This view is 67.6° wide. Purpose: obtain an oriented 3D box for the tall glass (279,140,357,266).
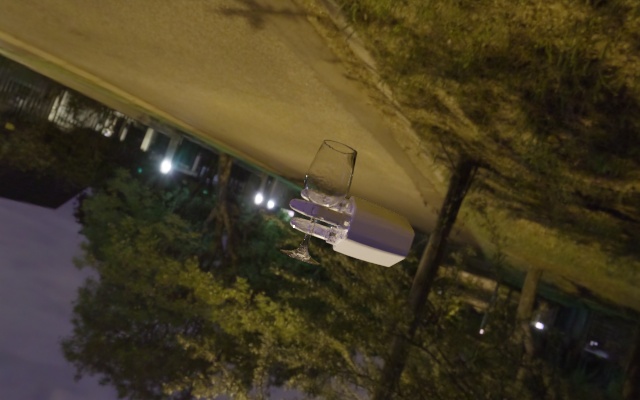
[{"bbox_3d":[0.000,0.003,0.800,0.079,0.201,0.079,19,-3,1],"label":"tall glass"}]
